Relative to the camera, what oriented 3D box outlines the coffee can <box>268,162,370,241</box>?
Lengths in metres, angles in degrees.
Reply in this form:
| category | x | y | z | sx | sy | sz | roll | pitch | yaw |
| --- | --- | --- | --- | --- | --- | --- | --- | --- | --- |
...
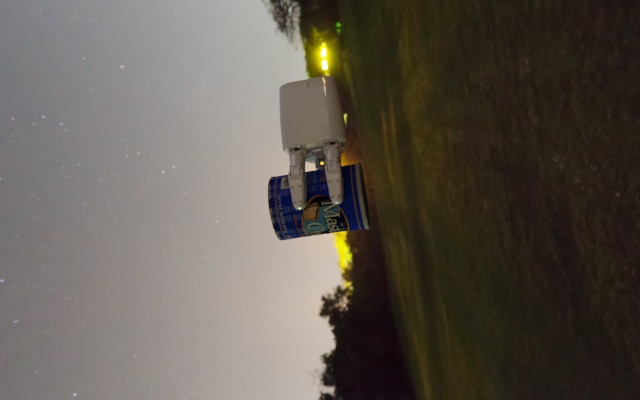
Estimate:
| category | x | y | z | sx | sy | sz | roll | pitch | yaw |
| --- | --- | --- | --- | --- | --- | --- | --- | --- | --- |
| coffee can | 0.000 | 0.003 | 0.739 | 0.140 | 0.103 | 0.103 | -8 | -1 | 9 |
